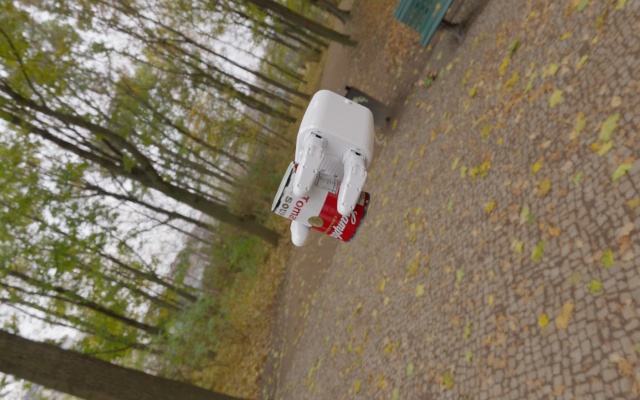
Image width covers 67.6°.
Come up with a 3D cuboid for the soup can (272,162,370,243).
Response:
[{"bbox_3d":[0.000,0.002,0.580,0.102,0.068,0.068,23,-4,-9],"label":"soup can"}]
